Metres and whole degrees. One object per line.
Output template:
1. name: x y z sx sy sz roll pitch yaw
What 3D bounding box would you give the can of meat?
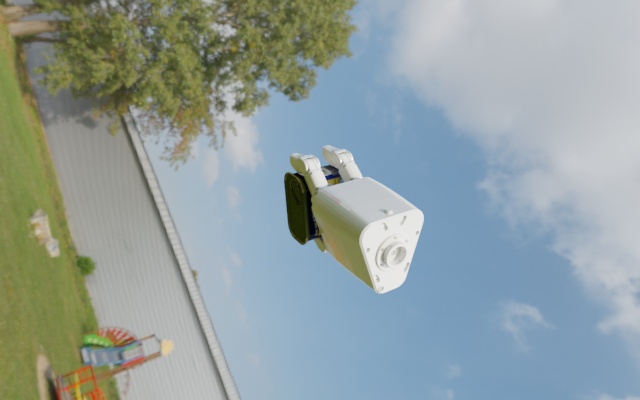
1. can of meat: 0.000 0.002 0.679 0.084 0.102 0.057 -15 26 -25
